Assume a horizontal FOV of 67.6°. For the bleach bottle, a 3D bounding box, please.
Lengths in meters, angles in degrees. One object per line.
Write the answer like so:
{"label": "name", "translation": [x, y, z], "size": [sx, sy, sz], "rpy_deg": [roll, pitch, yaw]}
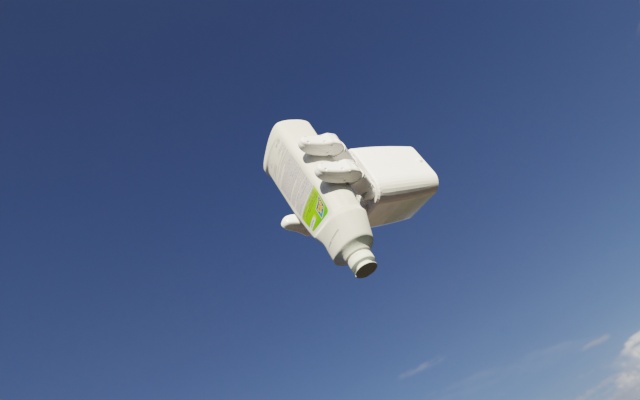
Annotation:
{"label": "bleach bottle", "translation": [0.000, 0.002, 0.628], "size": [0.068, 0.103, 0.250], "rpy_deg": [-8, 46, -27]}
